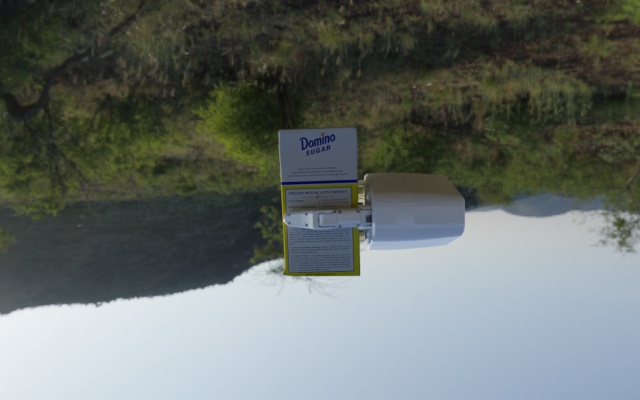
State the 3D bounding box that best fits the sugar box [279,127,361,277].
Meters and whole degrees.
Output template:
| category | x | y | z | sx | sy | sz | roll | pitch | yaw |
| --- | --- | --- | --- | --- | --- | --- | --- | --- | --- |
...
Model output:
| category | x | y | z | sx | sy | sz | roll | pitch | yaw |
| --- | --- | --- | --- | --- | --- | --- | --- | --- | --- |
| sugar box | 0.000 | 0.002 | 0.576 | 0.093 | 0.176 | 0.048 | -1 | 2 | 3 |
